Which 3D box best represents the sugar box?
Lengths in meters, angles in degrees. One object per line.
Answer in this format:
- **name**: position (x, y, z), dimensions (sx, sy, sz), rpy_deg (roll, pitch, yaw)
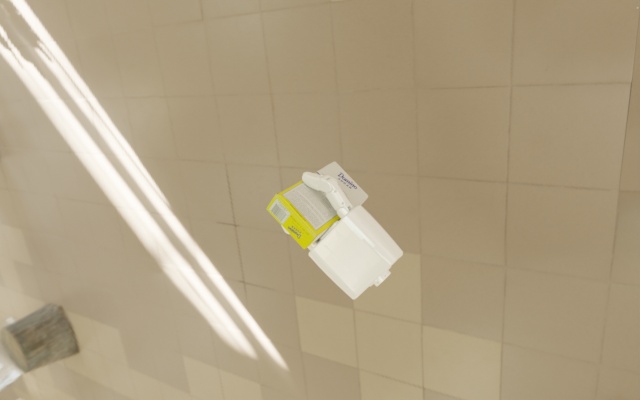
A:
- **sugar box**: position (0.000, 0.003, 0.805), dimensions (0.048, 0.093, 0.176), rpy_deg (-49, -11, 36)
